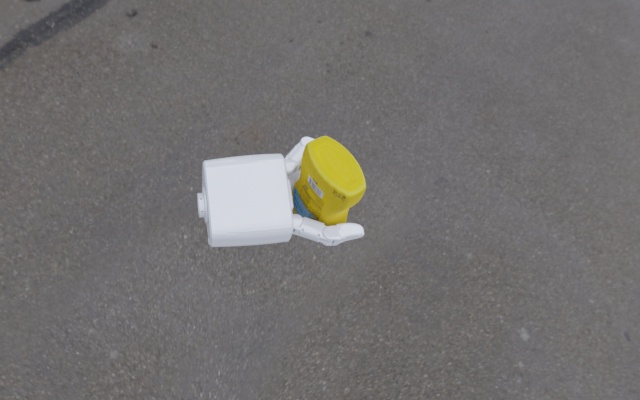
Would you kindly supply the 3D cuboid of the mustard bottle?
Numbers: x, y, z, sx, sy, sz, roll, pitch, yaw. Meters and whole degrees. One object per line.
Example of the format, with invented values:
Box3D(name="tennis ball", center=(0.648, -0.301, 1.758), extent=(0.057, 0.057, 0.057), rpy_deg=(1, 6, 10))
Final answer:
Box3D(name="mustard bottle", center=(0.000, 0.002, 0.675), extent=(0.058, 0.096, 0.192), rpy_deg=(-29, -20, -27))
